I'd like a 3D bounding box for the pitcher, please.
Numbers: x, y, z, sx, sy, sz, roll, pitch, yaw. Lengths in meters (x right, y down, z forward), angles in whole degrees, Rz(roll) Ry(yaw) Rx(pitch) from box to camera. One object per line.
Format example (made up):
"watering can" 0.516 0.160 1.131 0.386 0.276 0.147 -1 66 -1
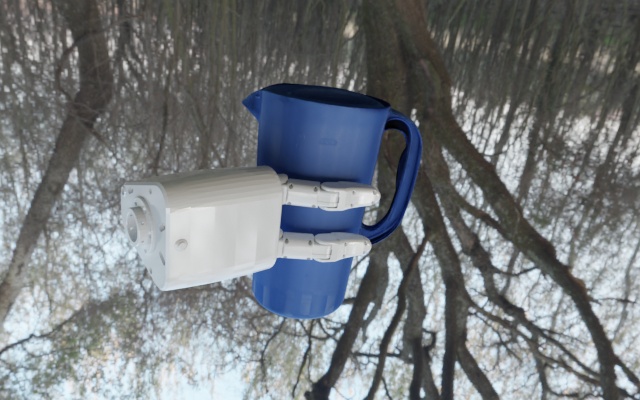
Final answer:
"pitcher" 0.000 0.002 0.516 0.145 0.243 0.149 -10 26 -40
